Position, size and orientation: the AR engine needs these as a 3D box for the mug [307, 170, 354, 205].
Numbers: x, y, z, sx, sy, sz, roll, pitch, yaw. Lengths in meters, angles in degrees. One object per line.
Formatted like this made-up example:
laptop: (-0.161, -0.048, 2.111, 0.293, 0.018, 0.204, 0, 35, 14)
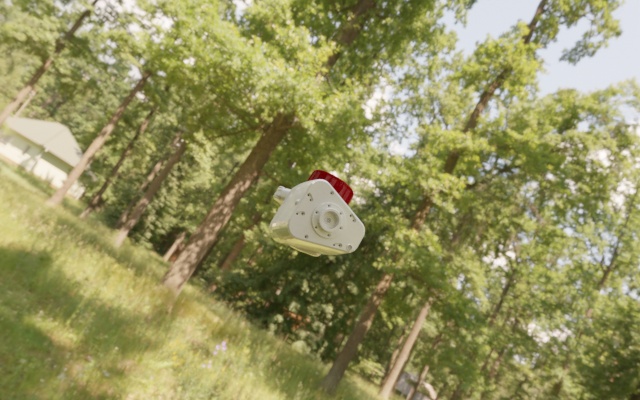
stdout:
mug: (0.000, 0.003, 0.823, 0.093, 0.081, 0.117, 34, -13, -13)
